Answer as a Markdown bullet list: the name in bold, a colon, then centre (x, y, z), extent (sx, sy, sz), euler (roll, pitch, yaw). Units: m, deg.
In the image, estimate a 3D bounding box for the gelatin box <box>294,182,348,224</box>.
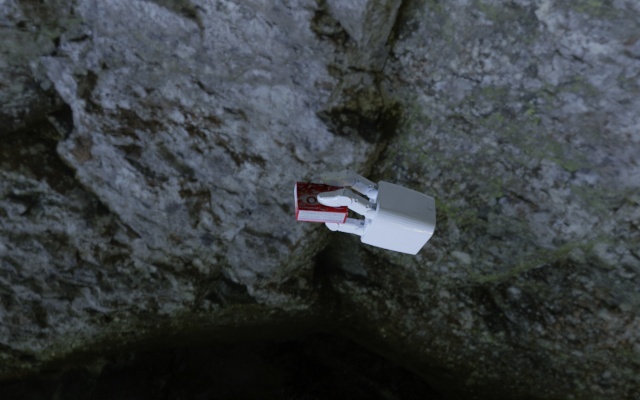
- **gelatin box**: centre (0.000, 0.003, 0.840), extent (0.089, 0.030, 0.073), euler (4, 43, -10)
